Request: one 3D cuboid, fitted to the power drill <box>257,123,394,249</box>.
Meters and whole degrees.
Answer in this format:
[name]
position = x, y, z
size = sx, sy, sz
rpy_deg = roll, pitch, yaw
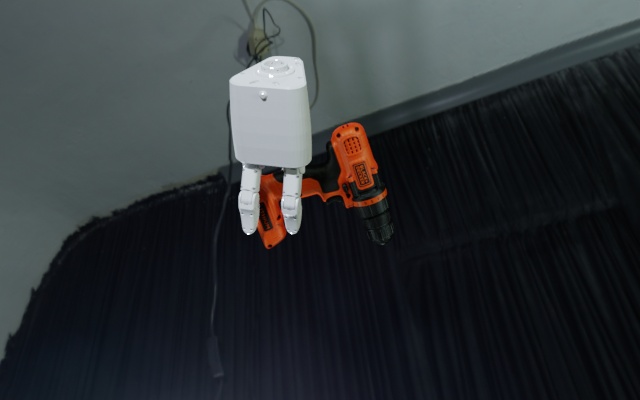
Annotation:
[power drill]
position = 0.000, 0.002, 0.676
size = 0.187, 0.184, 0.057
rpy_deg = -20, 17, 2
